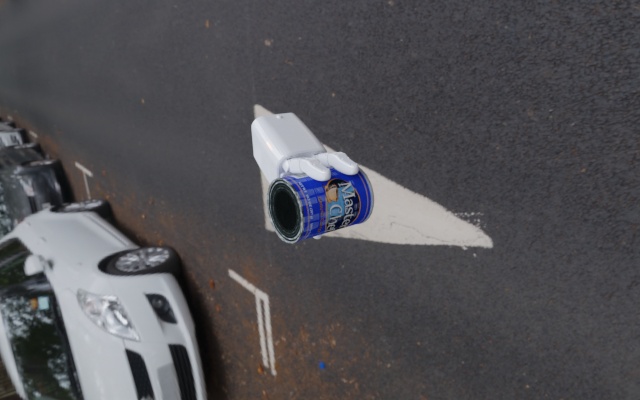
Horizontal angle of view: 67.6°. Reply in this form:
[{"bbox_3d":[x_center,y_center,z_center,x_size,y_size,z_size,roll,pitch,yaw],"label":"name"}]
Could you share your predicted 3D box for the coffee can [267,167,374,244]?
[{"bbox_3d":[0.000,0.003,0.763,0.140,0.103,0.103,-14,8,-34],"label":"coffee can"}]
